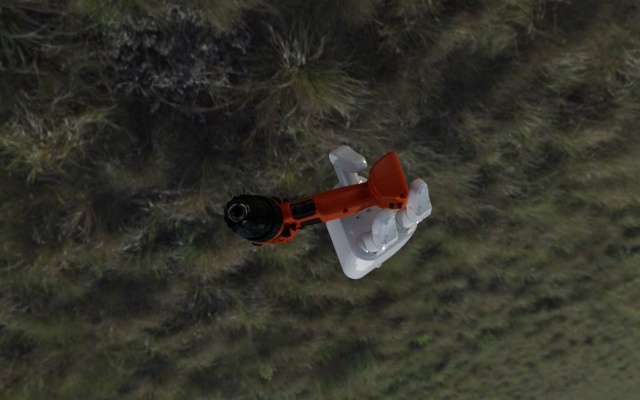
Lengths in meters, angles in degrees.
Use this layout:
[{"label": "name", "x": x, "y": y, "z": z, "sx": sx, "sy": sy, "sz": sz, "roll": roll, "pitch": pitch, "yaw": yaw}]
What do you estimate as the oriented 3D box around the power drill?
[{"label": "power drill", "x": 0.001, "y": 0.002, "z": 0.530, "sx": 0.187, "sy": 0.057, "sz": 0.184, "roll": -16, "pitch": -8, "yaw": 6}]
